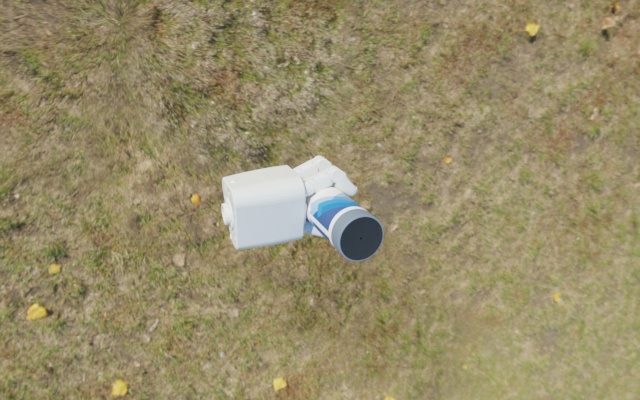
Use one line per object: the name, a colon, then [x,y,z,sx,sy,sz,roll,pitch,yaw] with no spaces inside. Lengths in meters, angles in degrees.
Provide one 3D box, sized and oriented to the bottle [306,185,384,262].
bottle: [0.000,0.003,0.751,0.069,0.069,0.295,0,19,-23]
